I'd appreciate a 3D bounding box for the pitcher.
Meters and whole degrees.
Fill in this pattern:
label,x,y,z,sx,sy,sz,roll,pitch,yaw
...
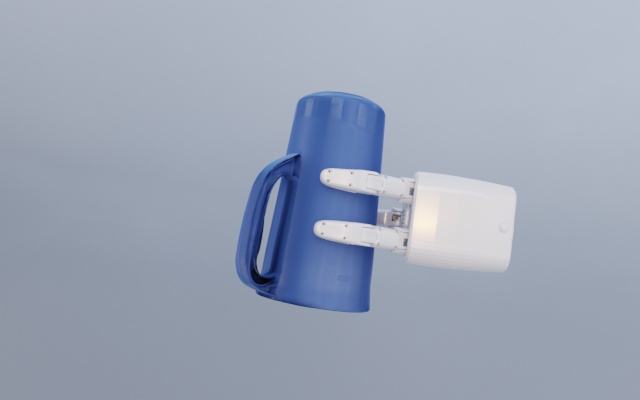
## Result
label,x,y,z,sx,sy,sz,roll,pitch,yaw
pitcher,0.000,0.002,0.554,0.145,0.243,0.149,8,-6,7
